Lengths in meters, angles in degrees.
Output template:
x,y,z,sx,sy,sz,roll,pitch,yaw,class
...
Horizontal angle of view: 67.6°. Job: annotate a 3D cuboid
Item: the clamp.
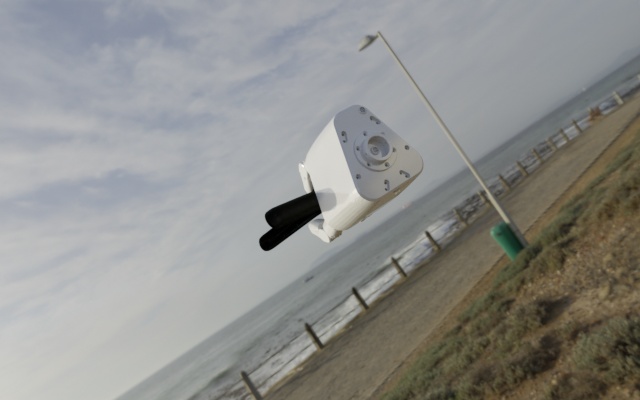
x,y,z,sx,sy,sz,roll,pitch,yaw,class
0.000,0.001,0.670,0.210,0.036,0.165,-31,-8,-24,clamp
